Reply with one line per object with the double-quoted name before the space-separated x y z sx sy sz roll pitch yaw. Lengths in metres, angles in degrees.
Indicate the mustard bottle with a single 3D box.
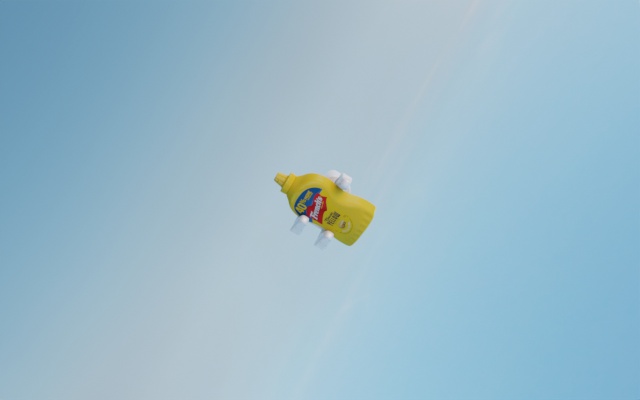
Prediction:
"mustard bottle" 0.000 0.003 0.889 0.191 0.096 0.058 31 37 -5
